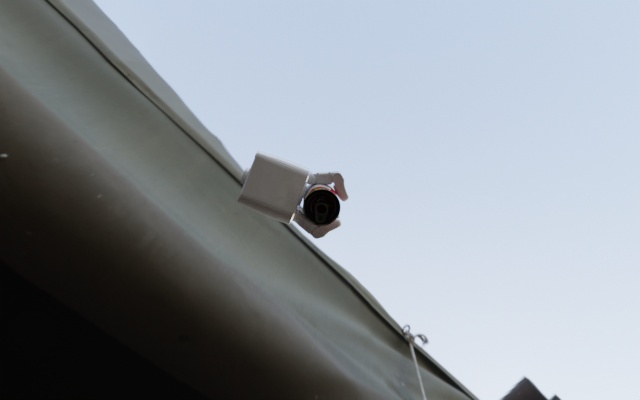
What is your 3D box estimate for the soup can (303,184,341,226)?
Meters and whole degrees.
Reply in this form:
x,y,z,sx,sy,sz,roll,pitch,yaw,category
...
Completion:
x,y,z,sx,sy,sz,roll,pitch,yaw,category
0.001,0.003,0.900,0.068,0.068,0.102,0,12,-2,soup can
